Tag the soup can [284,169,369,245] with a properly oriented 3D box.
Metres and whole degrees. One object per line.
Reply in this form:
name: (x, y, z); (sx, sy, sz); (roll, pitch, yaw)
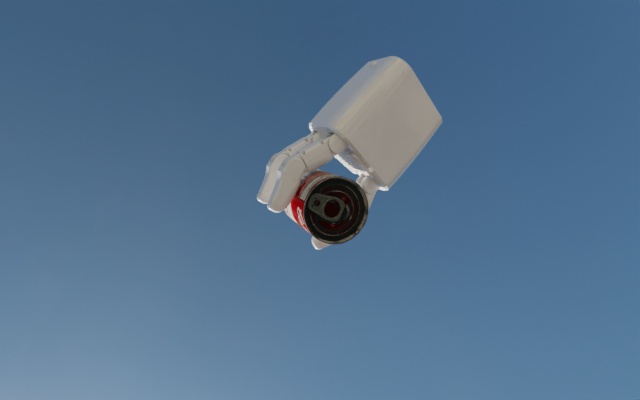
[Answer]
soup can: (0.000, 0.002, 0.513); (0.068, 0.068, 0.102); (0, 10, -19)
